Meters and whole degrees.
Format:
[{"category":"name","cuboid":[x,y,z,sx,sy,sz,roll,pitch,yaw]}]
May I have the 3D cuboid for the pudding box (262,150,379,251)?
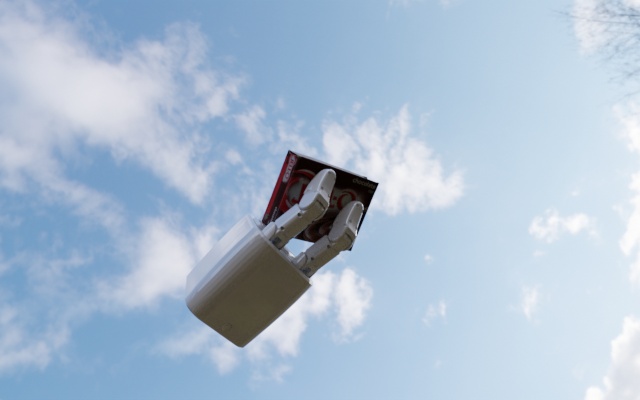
[{"category":"pudding box","cuboid":[0.000,0.002,0.548,0.113,0.090,0.039,15,12,-32]}]
